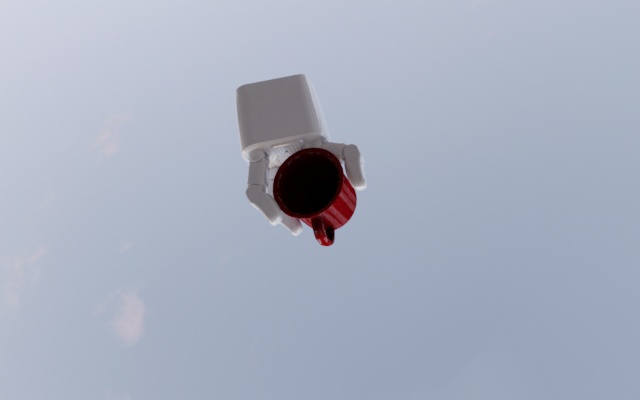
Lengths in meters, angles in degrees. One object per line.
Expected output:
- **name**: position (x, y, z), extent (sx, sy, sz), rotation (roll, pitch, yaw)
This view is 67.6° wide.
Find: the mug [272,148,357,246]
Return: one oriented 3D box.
- **mug**: position (0.001, 0.003, 0.605), extent (0.093, 0.117, 0.081), rotation (-18, -26, 14)
